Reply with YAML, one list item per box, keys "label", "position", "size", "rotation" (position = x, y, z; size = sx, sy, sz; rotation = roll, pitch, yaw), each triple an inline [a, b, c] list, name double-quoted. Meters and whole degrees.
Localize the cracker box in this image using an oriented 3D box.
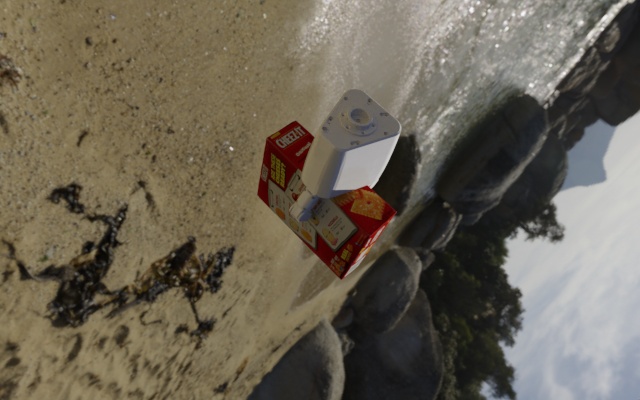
- label: "cracker box"
  position: [0.000, 0.003, 0.759]
  size: [0.072, 0.213, 0.164]
  rotation: [-37, -17, -30]
